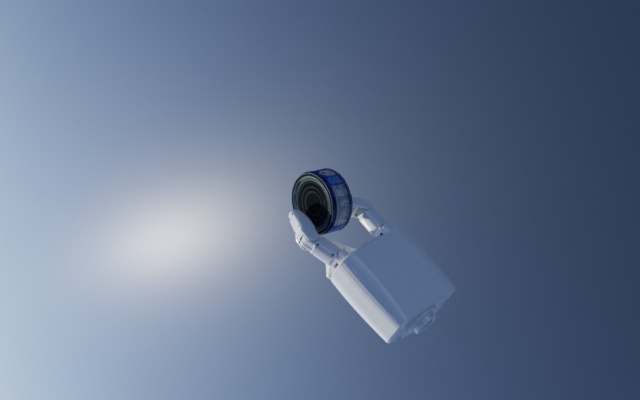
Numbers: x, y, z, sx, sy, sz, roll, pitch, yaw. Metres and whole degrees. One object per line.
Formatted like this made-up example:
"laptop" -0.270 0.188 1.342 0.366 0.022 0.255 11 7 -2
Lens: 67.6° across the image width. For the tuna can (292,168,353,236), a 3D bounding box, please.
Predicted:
"tuna can" 0.000 0.002 0.626 0.034 0.086 0.086 -13 8 -40
